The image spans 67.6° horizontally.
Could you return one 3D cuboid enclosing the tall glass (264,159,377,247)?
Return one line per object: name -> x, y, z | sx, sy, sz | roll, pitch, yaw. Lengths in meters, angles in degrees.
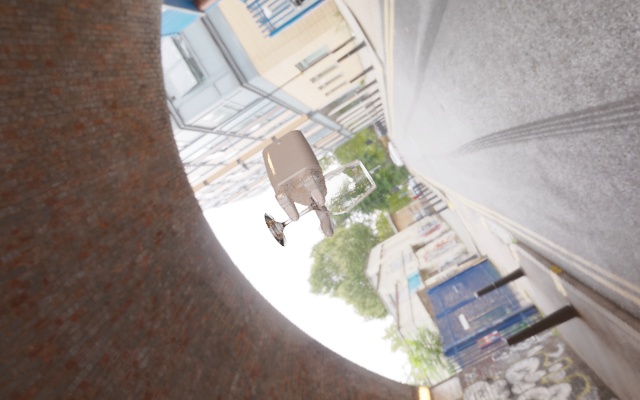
tall glass -> 0.000, 0.003, 0.865 | 0.201, 0.079, 0.079 | -31, -6, 10
